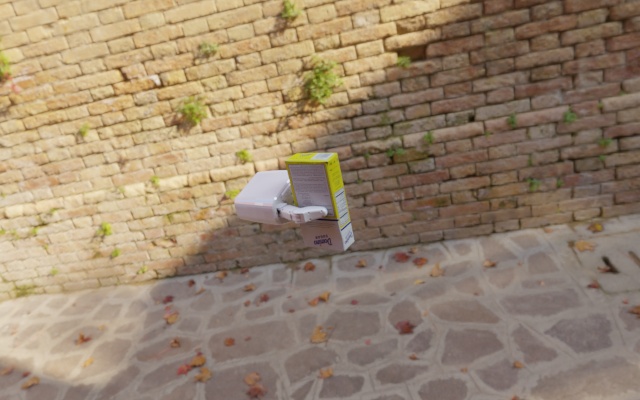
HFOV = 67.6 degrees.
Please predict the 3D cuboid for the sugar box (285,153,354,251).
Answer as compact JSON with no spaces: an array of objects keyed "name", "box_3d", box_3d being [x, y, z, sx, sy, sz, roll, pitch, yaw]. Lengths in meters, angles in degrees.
[{"name":"sugar box","box_3d":[0.000,0.003,0.870,0.093,0.176,0.048,4,28,35]}]
